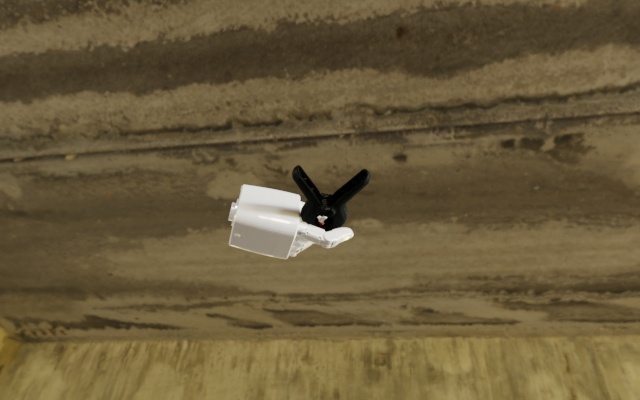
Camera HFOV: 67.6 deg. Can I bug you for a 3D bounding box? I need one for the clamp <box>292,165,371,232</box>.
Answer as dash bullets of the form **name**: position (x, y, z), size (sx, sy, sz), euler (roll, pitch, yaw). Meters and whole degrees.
- **clamp**: position (0.000, 0.002, 0.780), size (0.120, 0.039, 0.172), euler (13, -44, -9)
